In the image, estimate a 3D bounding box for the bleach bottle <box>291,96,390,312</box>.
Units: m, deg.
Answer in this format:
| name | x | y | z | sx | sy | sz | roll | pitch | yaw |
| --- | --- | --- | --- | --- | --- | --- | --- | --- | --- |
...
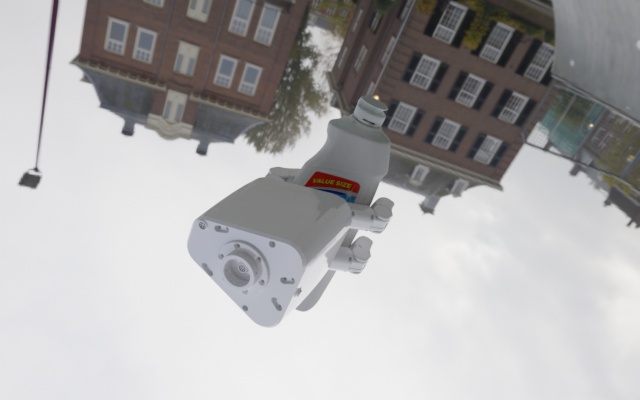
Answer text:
| name | x | y | z | sx | sy | sz | roll | pitch | yaw |
| --- | --- | --- | --- | --- | --- | --- | --- | --- | --- |
| bleach bottle | 0.000 | 0.002 | 0.525 | 0.102 | 0.251 | 0.068 | 30 | 28 | 11 |
